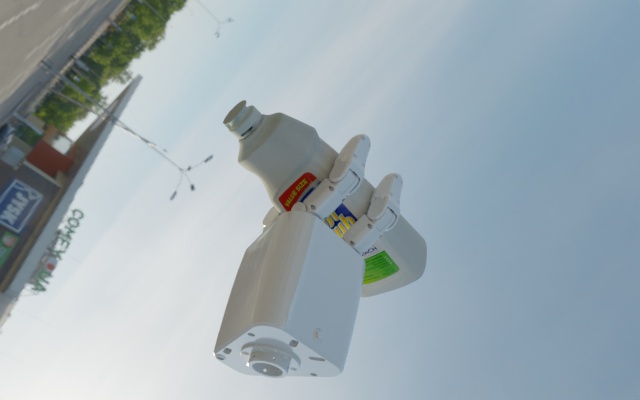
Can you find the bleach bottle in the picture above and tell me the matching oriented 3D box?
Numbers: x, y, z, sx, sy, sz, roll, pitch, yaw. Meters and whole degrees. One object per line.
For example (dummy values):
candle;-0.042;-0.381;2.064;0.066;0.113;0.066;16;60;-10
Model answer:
bleach bottle;0.000;0.002;0.475;0.102;0.068;0.251;-25;-54;35
